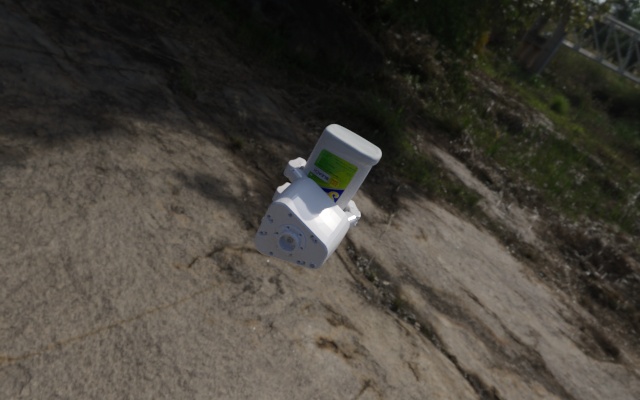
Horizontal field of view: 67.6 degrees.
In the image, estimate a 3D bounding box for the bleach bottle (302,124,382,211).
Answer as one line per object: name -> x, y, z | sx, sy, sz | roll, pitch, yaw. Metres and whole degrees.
bleach bottle -> 0.000, 0.003, 0.807 | 0.102, 0.251, 0.068 | 31, 28, 7
